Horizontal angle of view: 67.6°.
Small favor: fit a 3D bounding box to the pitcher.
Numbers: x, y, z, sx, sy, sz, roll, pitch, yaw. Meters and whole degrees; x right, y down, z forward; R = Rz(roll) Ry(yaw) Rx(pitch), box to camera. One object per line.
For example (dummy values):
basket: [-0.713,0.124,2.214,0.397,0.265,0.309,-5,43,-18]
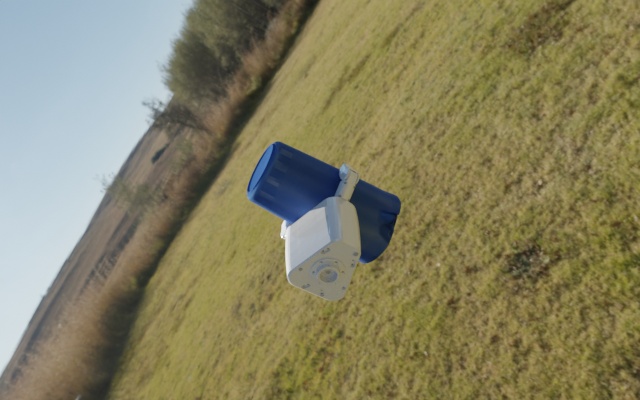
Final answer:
pitcher: [0.000,0.003,0.816,0.243,0.149,0.145,27,28,-18]
